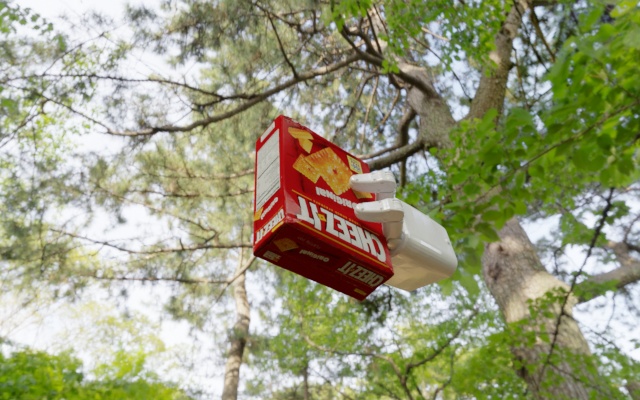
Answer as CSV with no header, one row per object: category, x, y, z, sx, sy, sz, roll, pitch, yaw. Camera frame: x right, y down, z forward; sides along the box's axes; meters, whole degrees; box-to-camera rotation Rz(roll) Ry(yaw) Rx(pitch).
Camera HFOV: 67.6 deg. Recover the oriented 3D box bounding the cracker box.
cracker box,0.000,0.002,0.618,0.164,0.213,0.072,27,-56,-28
